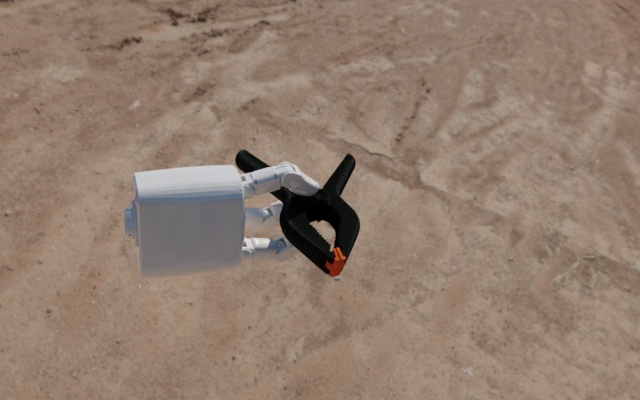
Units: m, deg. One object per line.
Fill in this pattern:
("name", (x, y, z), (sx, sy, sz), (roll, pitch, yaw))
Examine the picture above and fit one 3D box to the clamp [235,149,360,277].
("clamp", (0.000, 0.002, 0.579), (0.164, 0.036, 0.209), (-6, 43, -24))
